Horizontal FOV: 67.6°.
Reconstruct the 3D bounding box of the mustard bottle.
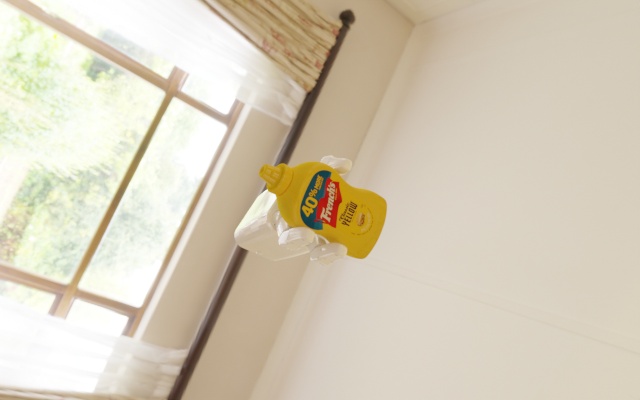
[{"bbox_3d":[0.000,0.002,0.642,0.192,0.096,0.058,29,-11,-29],"label":"mustard bottle"}]
